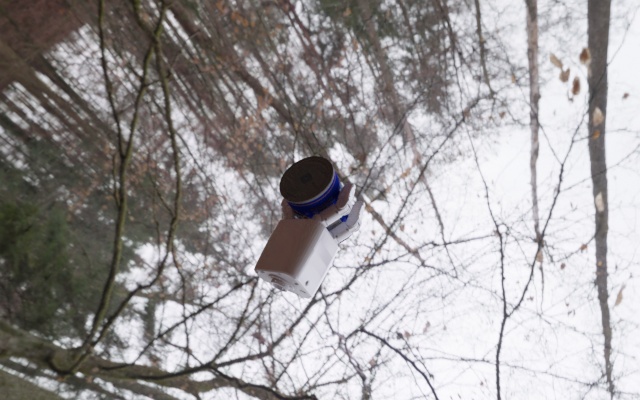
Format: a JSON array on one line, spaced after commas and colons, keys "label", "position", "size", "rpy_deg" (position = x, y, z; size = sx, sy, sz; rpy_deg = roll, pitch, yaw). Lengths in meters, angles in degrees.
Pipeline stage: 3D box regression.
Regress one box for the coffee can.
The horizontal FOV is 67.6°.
[{"label": "coffee can", "position": [0.000, 0.003, 0.874], "size": [0.103, 0.102, 0.140], "rpy_deg": [0, -37, 28]}]
